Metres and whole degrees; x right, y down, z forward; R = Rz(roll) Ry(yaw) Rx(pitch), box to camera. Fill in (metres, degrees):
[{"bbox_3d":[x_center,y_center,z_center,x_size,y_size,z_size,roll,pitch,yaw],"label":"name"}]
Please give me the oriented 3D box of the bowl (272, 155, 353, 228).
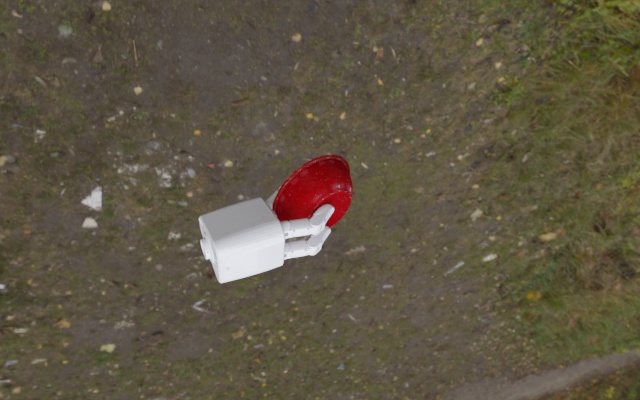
[{"bbox_3d":[0.001,0.002,0.812,0.162,0.162,0.055,0,39,-48],"label":"bowl"}]
